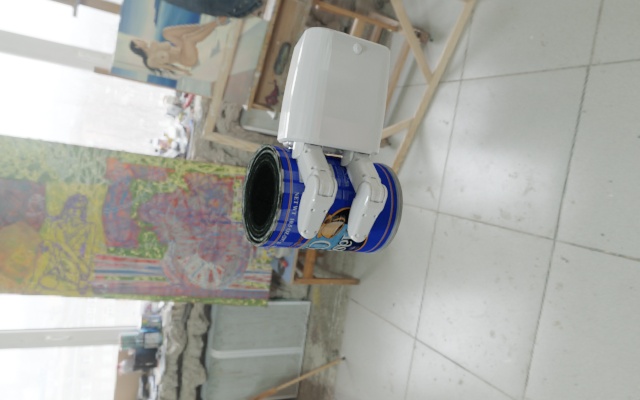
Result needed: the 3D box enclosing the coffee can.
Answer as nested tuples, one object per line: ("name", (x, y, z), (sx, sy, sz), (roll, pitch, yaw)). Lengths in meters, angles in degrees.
("coffee can", (0.000, 0.002, 0.505), (0.140, 0.103, 0.103), (7, -3, -29))
